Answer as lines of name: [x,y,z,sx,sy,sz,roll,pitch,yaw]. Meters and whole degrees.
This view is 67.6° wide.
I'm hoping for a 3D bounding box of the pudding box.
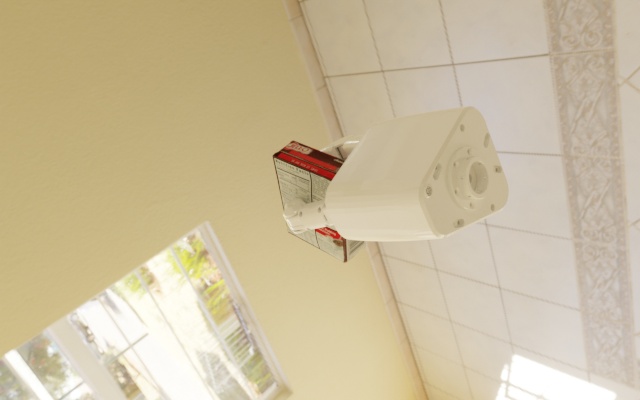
pudding box: [0.000,0.002,0.504,0.090,0.114,0.039,26,48,34]
